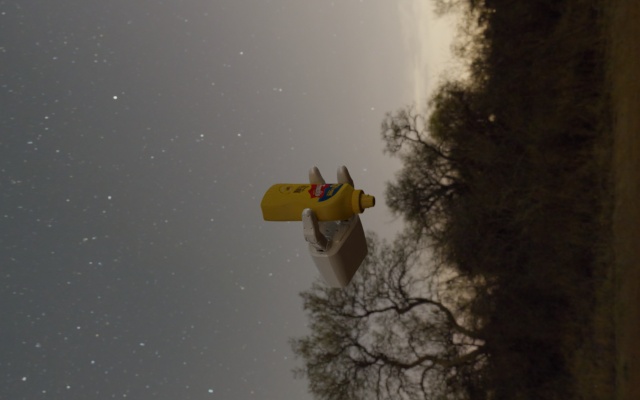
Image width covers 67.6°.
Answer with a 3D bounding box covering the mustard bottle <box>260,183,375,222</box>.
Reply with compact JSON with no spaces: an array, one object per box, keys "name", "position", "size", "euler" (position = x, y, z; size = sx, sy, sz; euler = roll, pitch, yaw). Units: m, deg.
[{"name":"mustard bottle","position":[0.000,0.002,0.824],"size":[0.191,0.058,0.096],"euler":[0,23,22]}]
